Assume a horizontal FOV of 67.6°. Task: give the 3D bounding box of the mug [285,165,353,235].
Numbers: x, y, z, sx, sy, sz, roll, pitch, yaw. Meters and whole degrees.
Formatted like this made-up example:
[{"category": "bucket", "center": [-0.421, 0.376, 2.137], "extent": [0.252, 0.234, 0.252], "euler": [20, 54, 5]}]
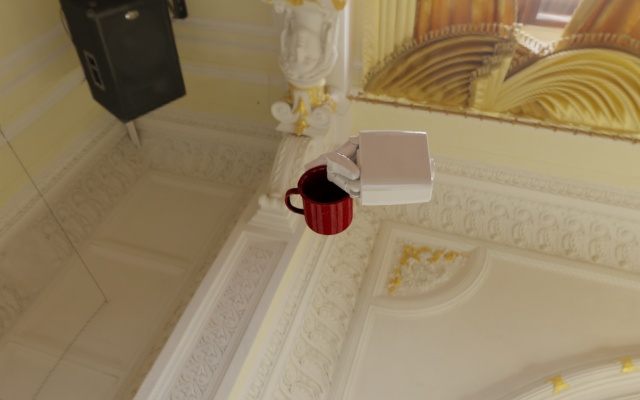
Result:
[{"category": "mug", "center": [-0.001, 0.003, 0.777], "extent": [0.117, 0.093, 0.082], "euler": [-1, -45, 3]}]
